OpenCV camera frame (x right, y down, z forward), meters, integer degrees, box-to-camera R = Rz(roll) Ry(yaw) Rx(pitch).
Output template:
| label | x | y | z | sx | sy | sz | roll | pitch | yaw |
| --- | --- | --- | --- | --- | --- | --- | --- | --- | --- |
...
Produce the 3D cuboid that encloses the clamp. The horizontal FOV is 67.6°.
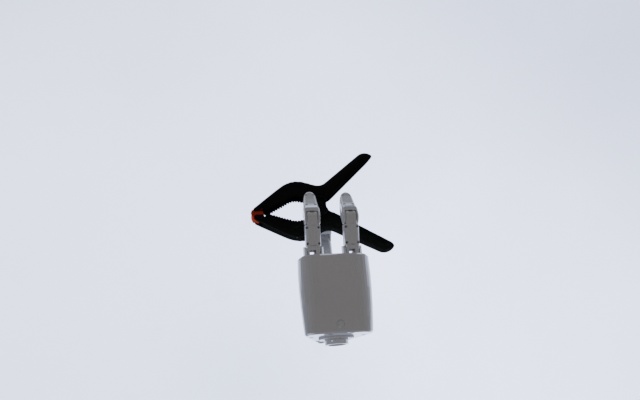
| label | x | y | z | sx | sy | sz | roll | pitch | yaw |
| --- | --- | --- | --- | --- | --- | --- | --- | --- | --- |
| clamp | -0.001 | 0.003 | 0.726 | 0.210 | 0.164 | 0.036 | -1 | -24 | -8 |
